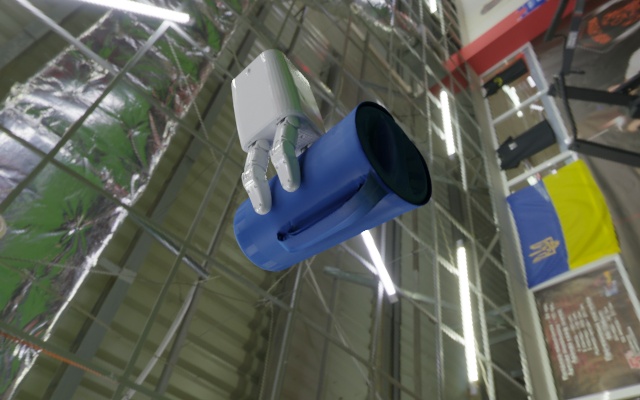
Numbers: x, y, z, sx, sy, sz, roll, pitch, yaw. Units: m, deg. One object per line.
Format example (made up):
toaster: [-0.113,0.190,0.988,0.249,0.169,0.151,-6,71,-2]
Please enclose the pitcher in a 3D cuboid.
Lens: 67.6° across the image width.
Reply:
pitcher: [0.000,0.002,0.584,0.243,0.145,0.149,-33,-29,34]
